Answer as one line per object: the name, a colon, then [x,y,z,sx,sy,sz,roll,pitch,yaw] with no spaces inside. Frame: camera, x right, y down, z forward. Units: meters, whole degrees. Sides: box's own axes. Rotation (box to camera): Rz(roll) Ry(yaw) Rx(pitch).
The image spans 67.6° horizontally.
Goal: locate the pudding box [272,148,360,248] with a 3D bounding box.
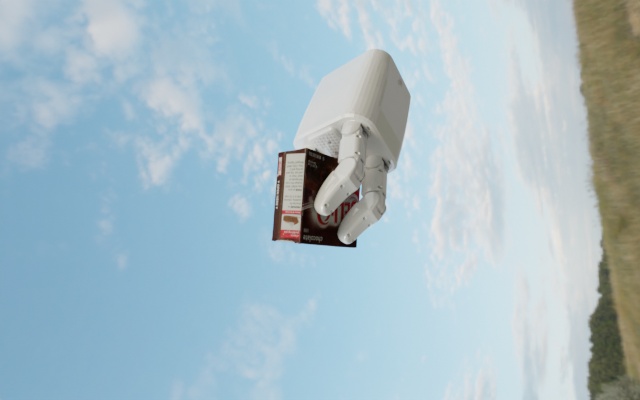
pudding box: [0.000,0.002,0.488,0.039,0.090,0.113,-1,-7,35]
